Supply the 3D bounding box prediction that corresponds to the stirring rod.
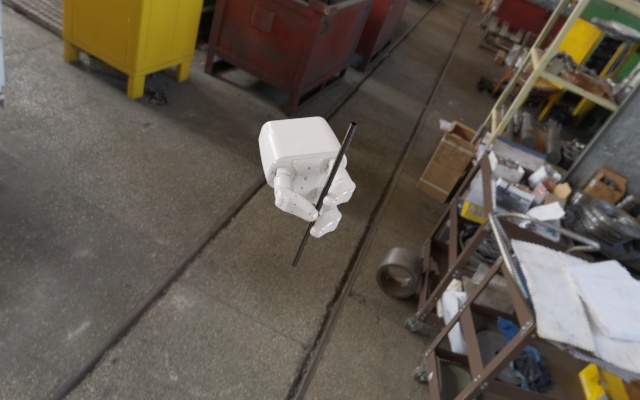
[{"bbox_3d":[0.000,0.002,0.620,0.011,0.240,0.011,15,36,-11],"label":"stirring rod"}]
